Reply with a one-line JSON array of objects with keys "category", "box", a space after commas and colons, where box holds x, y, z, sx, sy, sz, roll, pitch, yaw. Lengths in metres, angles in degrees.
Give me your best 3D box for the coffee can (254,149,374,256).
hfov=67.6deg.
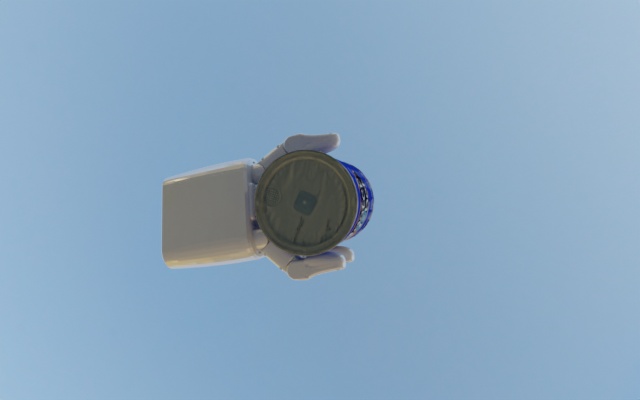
[{"category": "coffee can", "box": [0.000, 0.002, 0.524, 0.103, 0.103, 0.140, 0, 0, 13]}]
